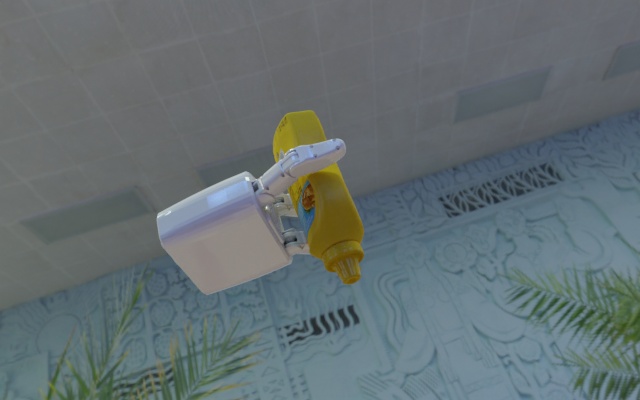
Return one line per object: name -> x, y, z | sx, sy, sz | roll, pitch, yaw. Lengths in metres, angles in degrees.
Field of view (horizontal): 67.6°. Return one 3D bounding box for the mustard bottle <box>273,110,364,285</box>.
mustard bottle -> 0.000, 0.001, 0.506 | 0.058, 0.191, 0.096 | -10, -35, -18
